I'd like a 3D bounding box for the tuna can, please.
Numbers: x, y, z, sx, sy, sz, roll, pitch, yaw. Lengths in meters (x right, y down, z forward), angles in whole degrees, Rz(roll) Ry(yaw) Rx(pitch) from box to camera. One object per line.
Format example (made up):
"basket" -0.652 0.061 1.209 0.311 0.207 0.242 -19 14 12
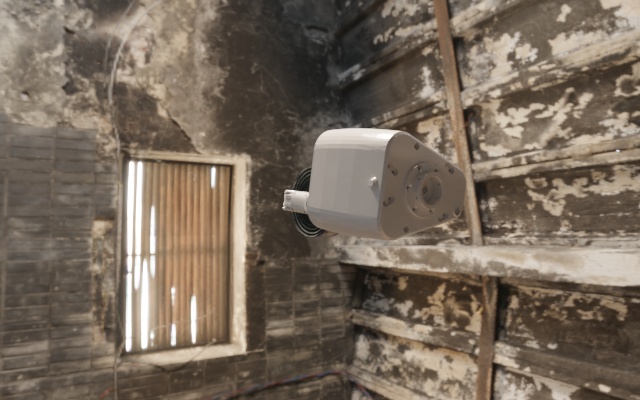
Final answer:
"tuna can" 0.001 0.002 0.580 0.034 0.086 0.086 2 -1 -37
